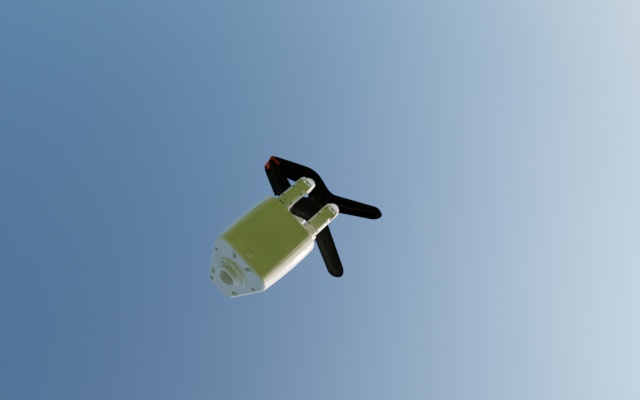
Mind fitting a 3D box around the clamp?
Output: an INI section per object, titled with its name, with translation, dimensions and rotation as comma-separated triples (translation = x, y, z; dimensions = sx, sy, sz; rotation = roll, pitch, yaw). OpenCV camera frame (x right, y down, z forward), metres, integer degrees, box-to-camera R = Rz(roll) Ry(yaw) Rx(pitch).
[clamp]
translation = -0.001, 0.003, 0.769
dimensions = 0.164, 0.210, 0.036
rotation = -40, -4, -44
